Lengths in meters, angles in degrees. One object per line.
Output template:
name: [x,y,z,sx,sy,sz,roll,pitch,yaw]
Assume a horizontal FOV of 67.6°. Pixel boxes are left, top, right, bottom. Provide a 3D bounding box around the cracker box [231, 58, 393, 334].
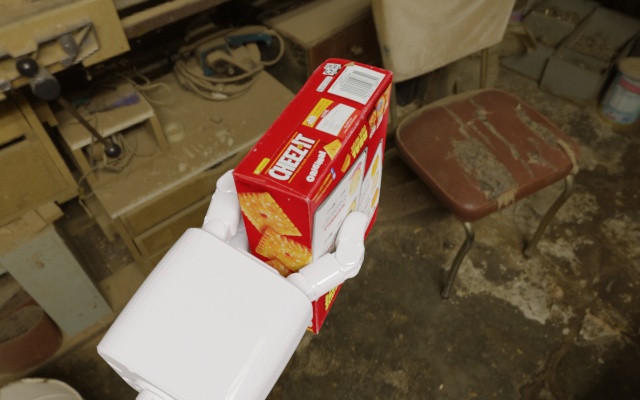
cracker box: [0.000,0.001,0.454,0.072,0.164,0.214,20,-36,17]
